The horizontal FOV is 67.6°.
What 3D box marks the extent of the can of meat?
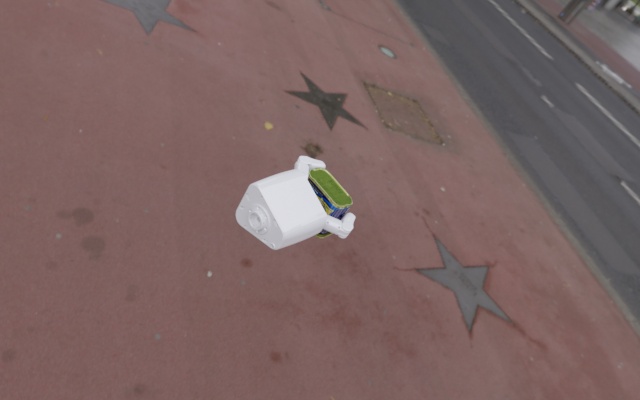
[{"bbox_3d":[0.000,0.003,0.873,0.057,0.102,0.084,-18,-29,-47],"label":"can of meat"}]
